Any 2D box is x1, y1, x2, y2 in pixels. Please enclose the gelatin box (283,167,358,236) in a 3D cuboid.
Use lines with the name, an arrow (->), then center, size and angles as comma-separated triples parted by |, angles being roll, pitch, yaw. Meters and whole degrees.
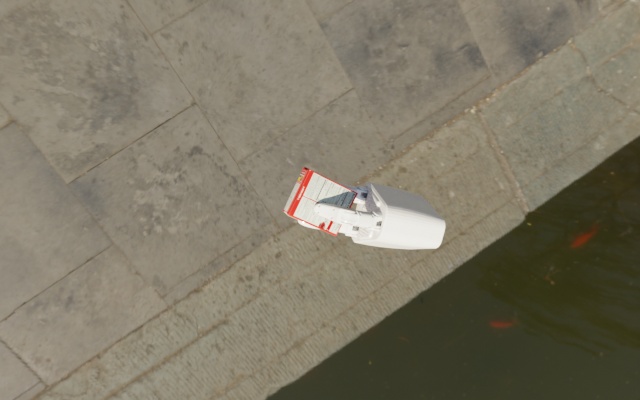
gelatin box -> 0.000, 0.002, 0.703 | 0.089, 0.073, 0.030 | 25, 2, -25
